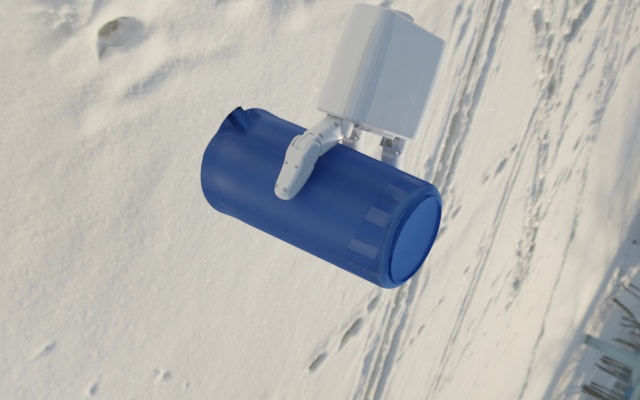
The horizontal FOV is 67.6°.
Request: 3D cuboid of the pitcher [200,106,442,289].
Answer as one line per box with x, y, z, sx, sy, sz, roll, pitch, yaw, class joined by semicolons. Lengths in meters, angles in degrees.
0.000;0.001;0.513;0.242;0.145;0.149;25;11;33;pitcher
